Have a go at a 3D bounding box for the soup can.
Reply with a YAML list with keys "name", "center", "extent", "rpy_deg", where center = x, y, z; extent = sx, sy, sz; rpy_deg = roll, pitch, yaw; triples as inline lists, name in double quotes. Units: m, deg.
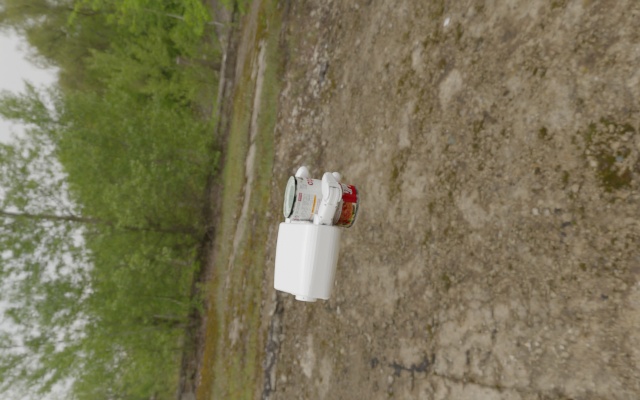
- name: "soup can"
  center: [0.000, 0.002, 0.738]
  extent: [0.102, 0.068, 0.068]
  rpy_deg: [9, -2, -16]
